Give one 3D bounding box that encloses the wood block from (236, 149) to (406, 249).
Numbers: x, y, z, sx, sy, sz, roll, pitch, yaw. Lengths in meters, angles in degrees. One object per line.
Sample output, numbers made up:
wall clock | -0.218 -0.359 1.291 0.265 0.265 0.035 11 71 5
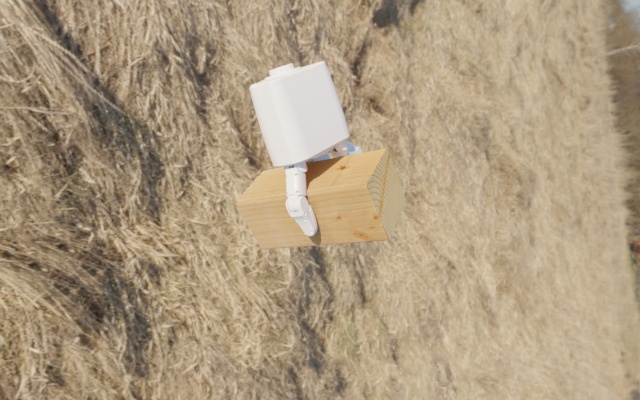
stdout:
wood block | 0.000 0.002 0.668 0.206 0.090 0.090 -7 31 31
